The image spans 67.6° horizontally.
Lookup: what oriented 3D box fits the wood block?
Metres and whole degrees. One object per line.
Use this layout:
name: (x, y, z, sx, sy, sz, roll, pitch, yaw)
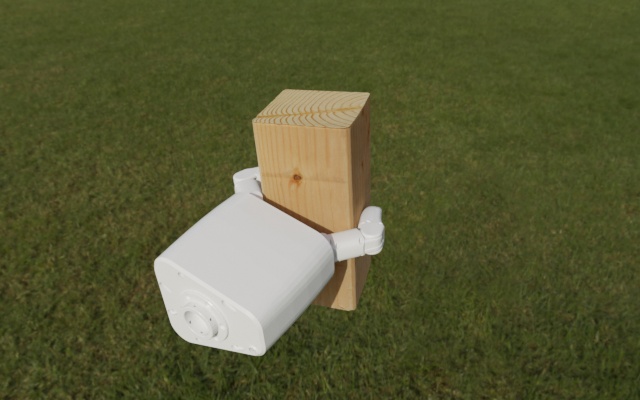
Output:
wood block: (0.000, 0.002, 0.490, 0.091, 0.206, 0.090, 6, 33, 16)
